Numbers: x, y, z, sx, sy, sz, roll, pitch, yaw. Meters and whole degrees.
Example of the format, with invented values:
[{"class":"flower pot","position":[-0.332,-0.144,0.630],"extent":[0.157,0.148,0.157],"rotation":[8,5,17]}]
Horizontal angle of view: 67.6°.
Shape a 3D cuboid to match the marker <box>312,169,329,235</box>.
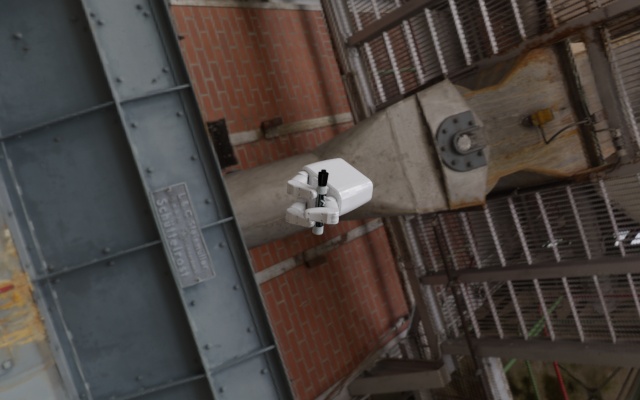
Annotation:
[{"class":"marker","position":[0.000,0.003,0.835],"extent":[0.020,0.121,0.020],"rotation":[5,24,-2]}]
